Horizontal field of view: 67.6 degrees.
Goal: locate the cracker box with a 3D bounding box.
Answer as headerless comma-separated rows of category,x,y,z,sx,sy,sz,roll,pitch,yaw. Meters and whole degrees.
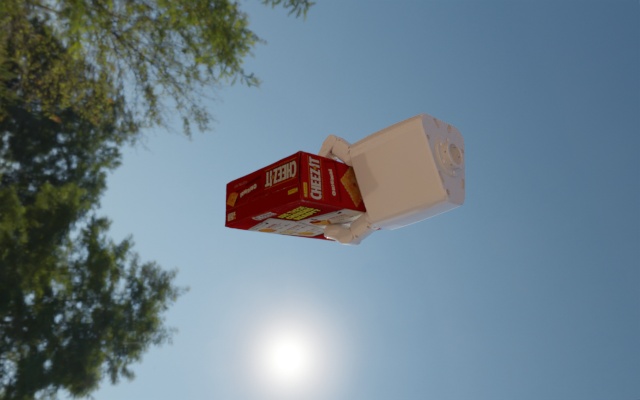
cracker box,0.000,0.002,0.669,0.214,0.072,0.164,12,-22,-42
